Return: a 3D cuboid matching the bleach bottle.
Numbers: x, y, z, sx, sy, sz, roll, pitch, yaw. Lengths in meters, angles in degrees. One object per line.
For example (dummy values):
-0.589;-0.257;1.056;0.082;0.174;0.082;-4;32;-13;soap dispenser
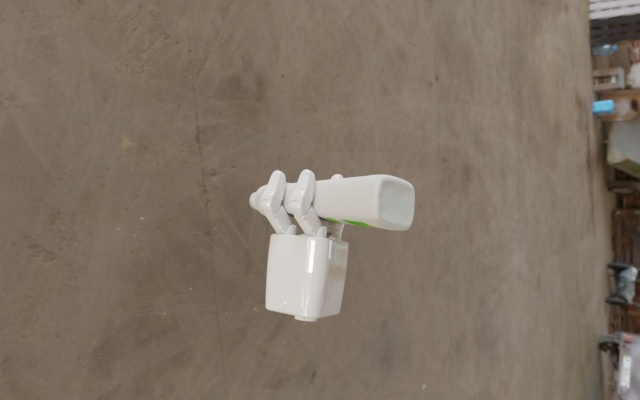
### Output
0.000;0.002;0.684;0.251;0.068;0.102;0;-8;40;bleach bottle
